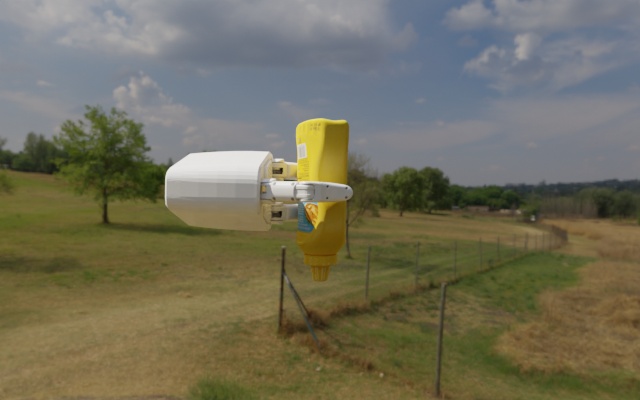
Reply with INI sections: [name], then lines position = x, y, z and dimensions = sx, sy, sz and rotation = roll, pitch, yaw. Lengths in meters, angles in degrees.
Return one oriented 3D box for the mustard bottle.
[mustard bottle]
position = 0.000, 0.002, 0.580
dimensions = 0.058, 0.191, 0.096
rotation = 1, 1, -21
